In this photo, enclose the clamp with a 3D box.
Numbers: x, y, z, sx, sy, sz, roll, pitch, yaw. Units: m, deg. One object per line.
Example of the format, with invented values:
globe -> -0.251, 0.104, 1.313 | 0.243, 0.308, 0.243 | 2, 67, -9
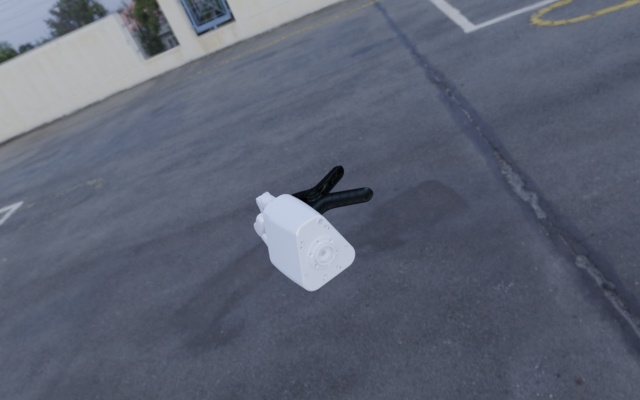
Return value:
clamp -> 0.000, 0.002, 0.791 | 0.171, 0.039, 0.120 | -34, 30, -18
